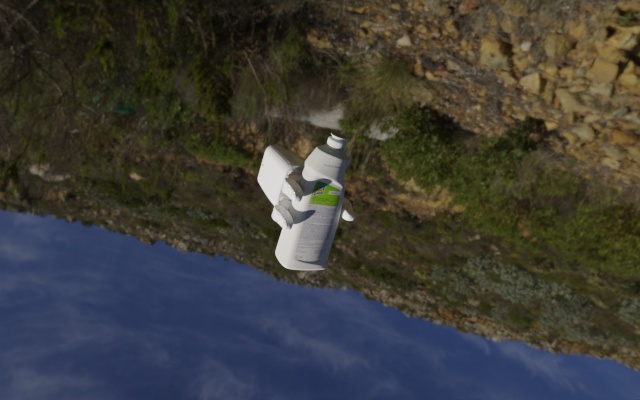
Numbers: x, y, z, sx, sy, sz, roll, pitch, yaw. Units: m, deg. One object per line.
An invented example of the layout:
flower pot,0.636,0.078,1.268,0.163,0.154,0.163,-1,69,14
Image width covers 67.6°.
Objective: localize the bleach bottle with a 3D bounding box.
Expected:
bleach bottle,0.000,0.003,0.841,0.102,0.251,0.068,5,26,-32
